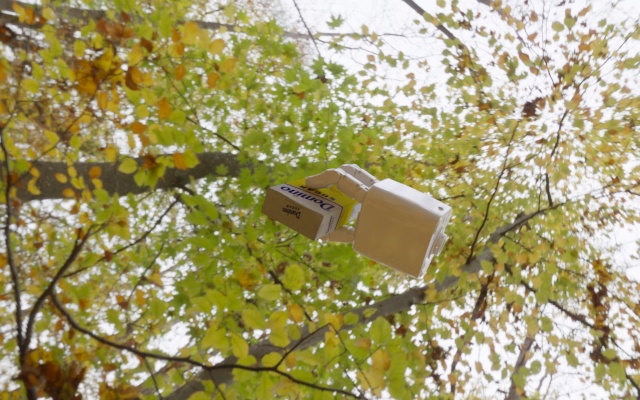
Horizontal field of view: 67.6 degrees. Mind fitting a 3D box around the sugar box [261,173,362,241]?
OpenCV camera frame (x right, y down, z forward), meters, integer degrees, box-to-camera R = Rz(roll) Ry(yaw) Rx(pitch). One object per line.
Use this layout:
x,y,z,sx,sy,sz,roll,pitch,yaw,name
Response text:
0.000,0.002,0.714,0.093,0.048,0.176,27,19,20,sugar box
